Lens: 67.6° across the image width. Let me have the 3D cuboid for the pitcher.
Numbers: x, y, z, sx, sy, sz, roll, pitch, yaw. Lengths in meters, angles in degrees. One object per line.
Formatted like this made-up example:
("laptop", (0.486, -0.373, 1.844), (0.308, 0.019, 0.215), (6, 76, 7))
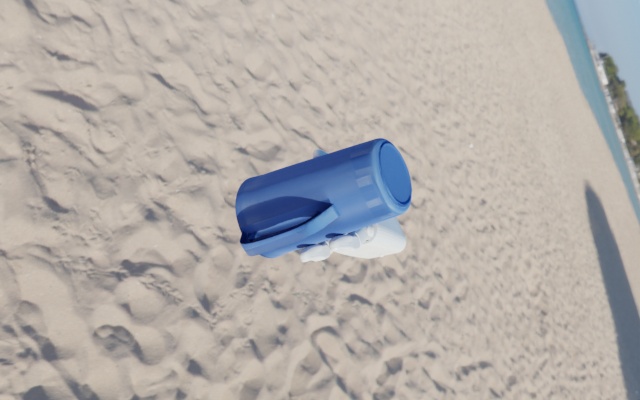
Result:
("pitcher", (0.000, 0.002, 0.691), (0.243, 0.149, 0.145), (-18, -25, 32))
